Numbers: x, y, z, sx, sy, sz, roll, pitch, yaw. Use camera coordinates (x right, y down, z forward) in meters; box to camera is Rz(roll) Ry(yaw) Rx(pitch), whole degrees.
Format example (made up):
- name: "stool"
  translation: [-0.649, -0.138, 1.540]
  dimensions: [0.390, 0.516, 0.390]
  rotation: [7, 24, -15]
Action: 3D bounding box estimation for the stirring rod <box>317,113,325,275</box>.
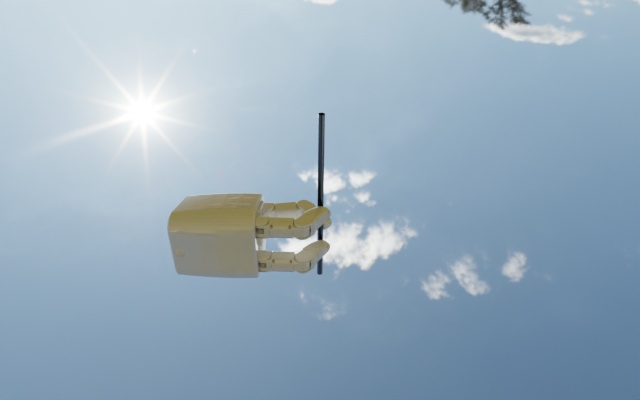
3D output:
- name: "stirring rod"
  translation: [0.000, 0.002, 0.609]
  dimensions: [0.011, 0.240, 0.011]
  rotation: [0, 33, 0]
